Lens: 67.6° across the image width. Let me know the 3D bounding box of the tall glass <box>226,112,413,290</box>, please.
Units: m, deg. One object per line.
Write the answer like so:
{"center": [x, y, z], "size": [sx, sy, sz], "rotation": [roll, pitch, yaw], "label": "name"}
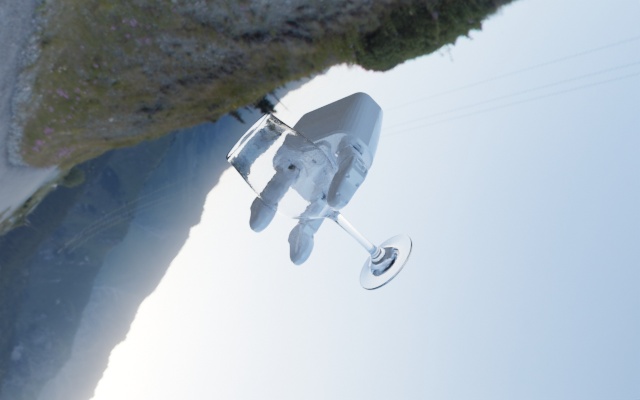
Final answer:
{"center": [0.001, 0.002, 0.485], "size": [0.201, 0.079, 0.079], "rotation": [42, -15, -17], "label": "tall glass"}
